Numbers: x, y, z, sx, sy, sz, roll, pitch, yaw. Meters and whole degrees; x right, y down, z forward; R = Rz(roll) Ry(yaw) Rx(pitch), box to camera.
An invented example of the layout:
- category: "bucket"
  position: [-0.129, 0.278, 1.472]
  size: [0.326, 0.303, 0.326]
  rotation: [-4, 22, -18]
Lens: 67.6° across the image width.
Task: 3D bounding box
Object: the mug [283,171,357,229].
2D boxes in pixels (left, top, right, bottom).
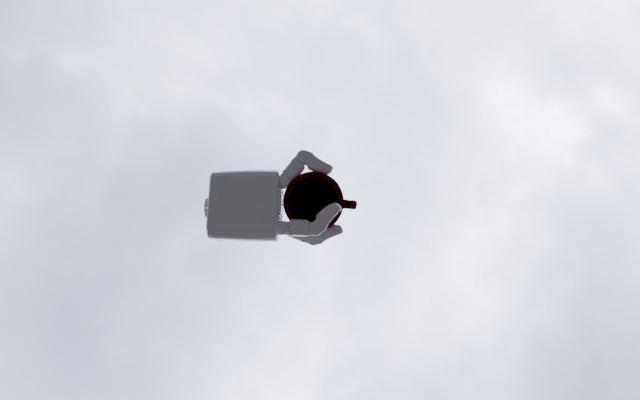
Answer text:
- category: "mug"
  position: [0.002, 0.002, 0.768]
  size: [0.117, 0.093, 0.081]
  rotation: [1, 0, -2]
